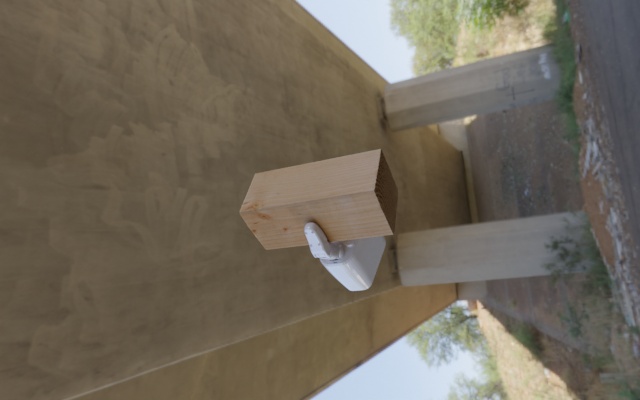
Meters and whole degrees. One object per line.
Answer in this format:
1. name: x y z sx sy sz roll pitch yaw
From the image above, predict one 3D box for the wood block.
1. wood block: 0.000 0.003 0.702 0.206 0.090 0.090 -10 -48 23
